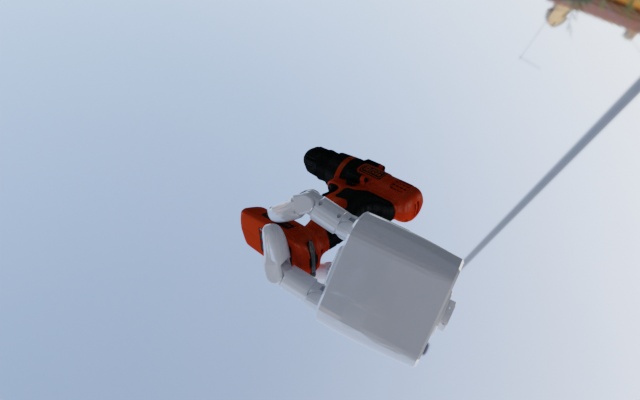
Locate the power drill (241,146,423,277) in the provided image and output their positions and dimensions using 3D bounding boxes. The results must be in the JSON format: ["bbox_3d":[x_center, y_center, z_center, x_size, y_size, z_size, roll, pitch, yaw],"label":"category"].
[{"bbox_3d":[0.000,0.002,0.571,0.184,0.057,0.187,27,46,37],"label":"power drill"}]
